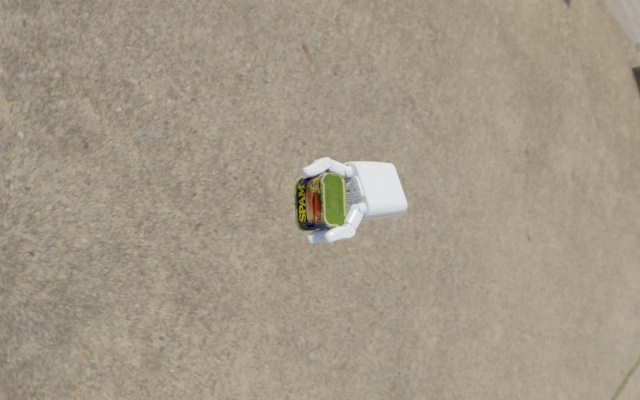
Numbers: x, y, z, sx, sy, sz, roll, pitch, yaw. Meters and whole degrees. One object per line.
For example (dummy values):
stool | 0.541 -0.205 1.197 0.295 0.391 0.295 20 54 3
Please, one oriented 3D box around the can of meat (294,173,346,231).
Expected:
can of meat | 0.000 0.003 0.864 0.057 0.102 0.084 1 -6 -37
